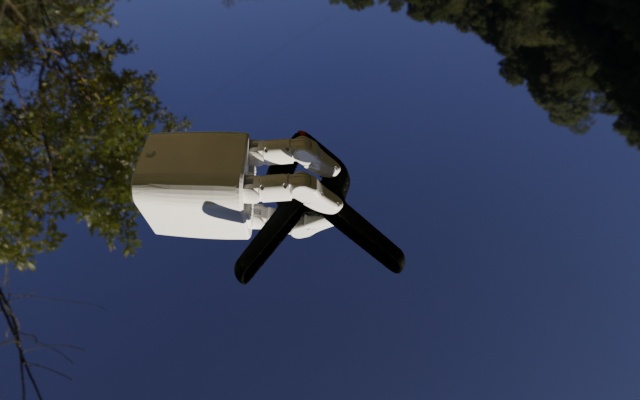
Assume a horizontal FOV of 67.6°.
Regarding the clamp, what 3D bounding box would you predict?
[{"bbox_3d":[0.000,0.002,0.517,0.164,0.209,0.036,3,-43,-4],"label":"clamp"}]
